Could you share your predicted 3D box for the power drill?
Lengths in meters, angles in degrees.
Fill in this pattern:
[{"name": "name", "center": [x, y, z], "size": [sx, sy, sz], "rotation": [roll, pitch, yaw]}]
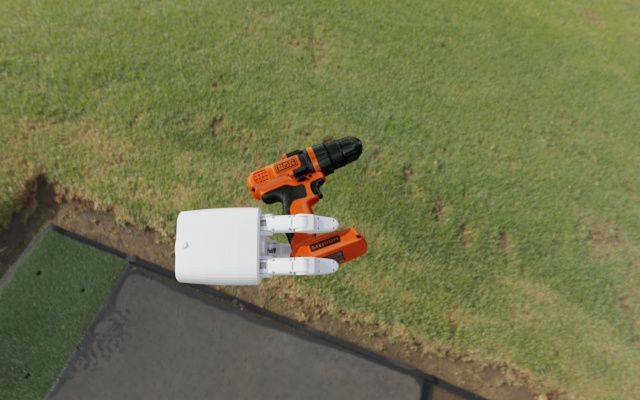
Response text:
[{"name": "power drill", "center": [0.000, 0.003, 0.692], "size": [0.184, 0.187, 0.057], "rotation": [-23, -33, 1]}]
